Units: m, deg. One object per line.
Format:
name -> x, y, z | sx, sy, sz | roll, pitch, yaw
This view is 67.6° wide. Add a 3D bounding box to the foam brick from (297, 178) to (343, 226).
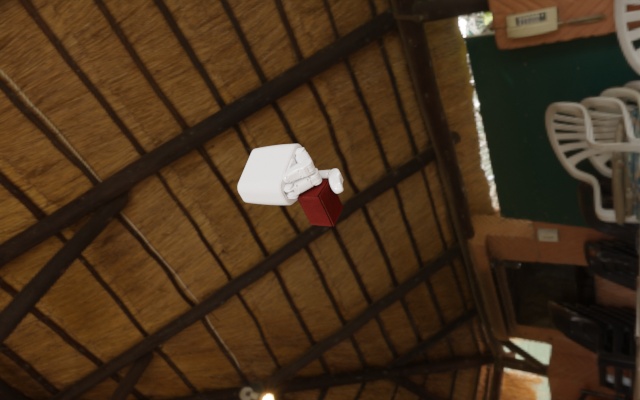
foam brick -> 0.000, 0.003, 0.897 | 0.051, 0.078, 0.053 | 0, 42, 32
